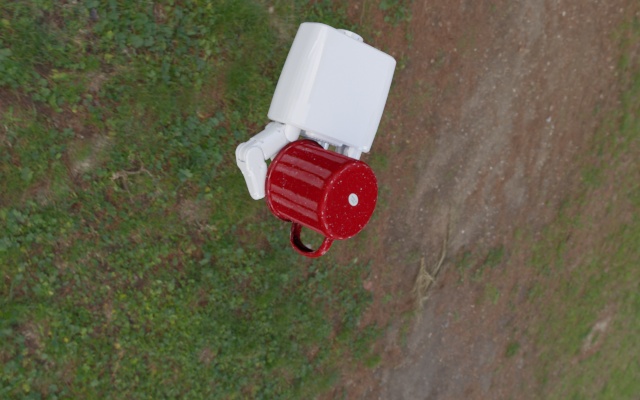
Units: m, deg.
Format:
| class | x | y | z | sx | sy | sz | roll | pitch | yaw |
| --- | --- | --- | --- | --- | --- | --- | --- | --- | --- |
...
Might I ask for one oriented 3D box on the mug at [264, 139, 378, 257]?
| class | x | y | z | sx | sy | sz | roll | pitch | yaw |
| --- | --- | --- | --- | --- | --- | --- | --- | --- | --- |
| mug | 0.000 | 0.003 | 0.488 | 0.093 | 0.117 | 0.081 | 12 | 8 | -46 |
